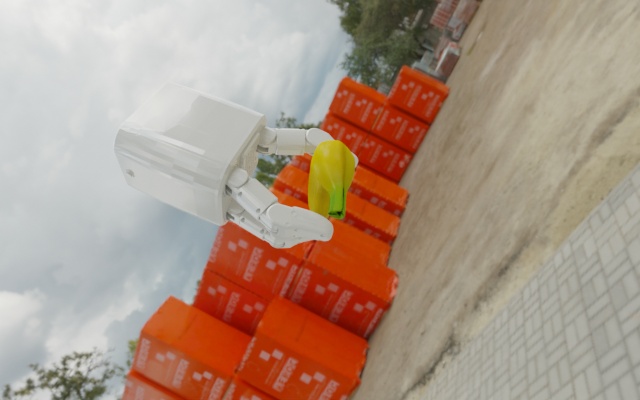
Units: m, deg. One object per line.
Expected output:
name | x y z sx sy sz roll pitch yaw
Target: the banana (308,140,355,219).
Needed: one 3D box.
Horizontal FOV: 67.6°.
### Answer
banana | 0.005 -0.017 0.442 0.037 0.069 0.198 16 -4 -1
